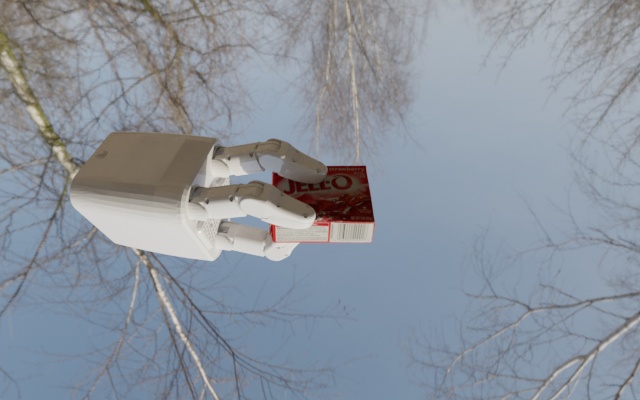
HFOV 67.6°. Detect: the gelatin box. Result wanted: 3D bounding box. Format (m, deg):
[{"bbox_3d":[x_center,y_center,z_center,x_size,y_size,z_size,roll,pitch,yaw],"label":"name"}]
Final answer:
[{"bbox_3d":[0.000,0.002,0.426,0.089,0.030,0.073,0,45,-3],"label":"gelatin box"}]
